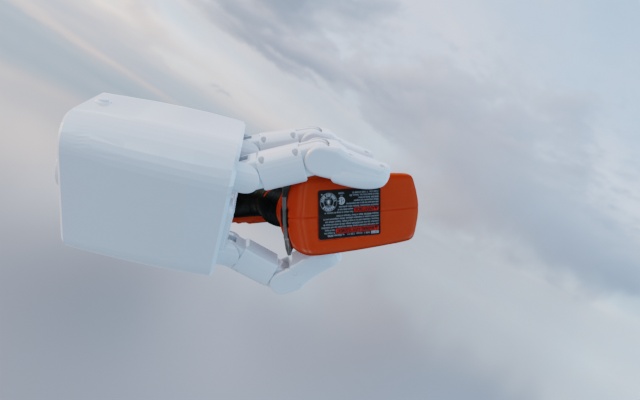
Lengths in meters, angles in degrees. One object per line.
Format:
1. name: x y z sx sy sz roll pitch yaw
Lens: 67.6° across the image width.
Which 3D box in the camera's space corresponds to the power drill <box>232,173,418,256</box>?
1. power drill: 0.000 0.001 0.425 0.184 0.057 0.187 -7 6 -27
